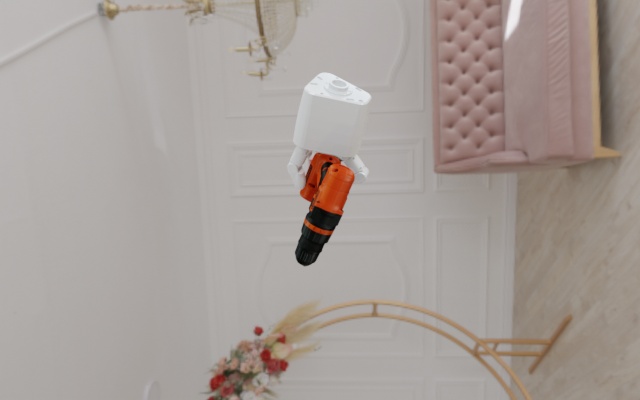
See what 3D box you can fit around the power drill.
[{"bbox_3d":[0.000,0.002,0.843,0.057,0.184,0.187,21,19,-13],"label":"power drill"}]
